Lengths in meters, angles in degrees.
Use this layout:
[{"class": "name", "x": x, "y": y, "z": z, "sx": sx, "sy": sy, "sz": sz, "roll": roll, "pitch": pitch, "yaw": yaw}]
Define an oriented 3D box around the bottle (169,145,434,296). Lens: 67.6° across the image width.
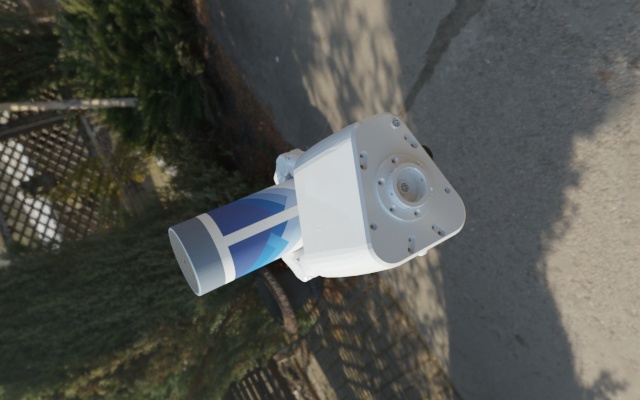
[{"class": "bottle", "x": 0.000, "y": 0.002, "z": 0.487, "sx": 0.295, "sy": 0.069, "sz": 0.069, "roll": -24, "pitch": 11, "yaw": -26}]
